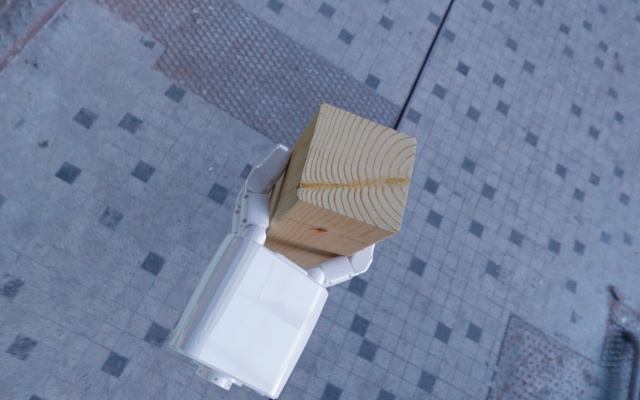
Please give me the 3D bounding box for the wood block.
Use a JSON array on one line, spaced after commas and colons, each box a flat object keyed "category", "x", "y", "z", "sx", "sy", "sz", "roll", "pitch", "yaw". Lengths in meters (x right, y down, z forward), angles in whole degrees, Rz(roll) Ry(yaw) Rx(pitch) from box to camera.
[{"category": "wood block", "x": 0.000, "y": 0.002, "z": 0.474, "sx": 0.091, "sy": 0.090, "sz": 0.206, "roll": 19, "pitch": -21, "yaw": -13}]
